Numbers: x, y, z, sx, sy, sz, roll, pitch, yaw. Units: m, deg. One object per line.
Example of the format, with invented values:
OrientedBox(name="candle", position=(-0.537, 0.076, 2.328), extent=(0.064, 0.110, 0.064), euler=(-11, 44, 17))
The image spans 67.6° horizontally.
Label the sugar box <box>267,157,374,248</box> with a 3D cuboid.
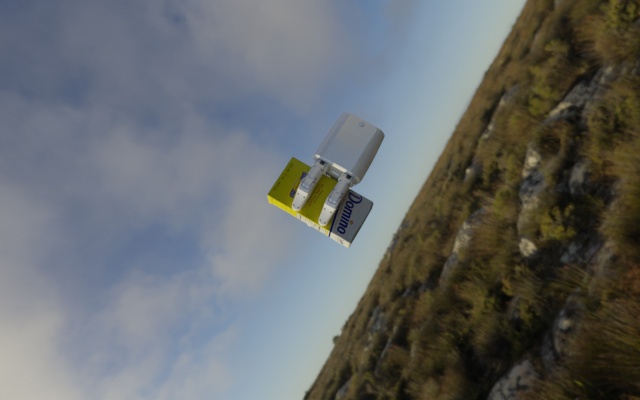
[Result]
OrientedBox(name="sugar box", position=(0.000, 0.003, 0.881), extent=(0.176, 0.093, 0.048), euler=(28, -17, 10))
